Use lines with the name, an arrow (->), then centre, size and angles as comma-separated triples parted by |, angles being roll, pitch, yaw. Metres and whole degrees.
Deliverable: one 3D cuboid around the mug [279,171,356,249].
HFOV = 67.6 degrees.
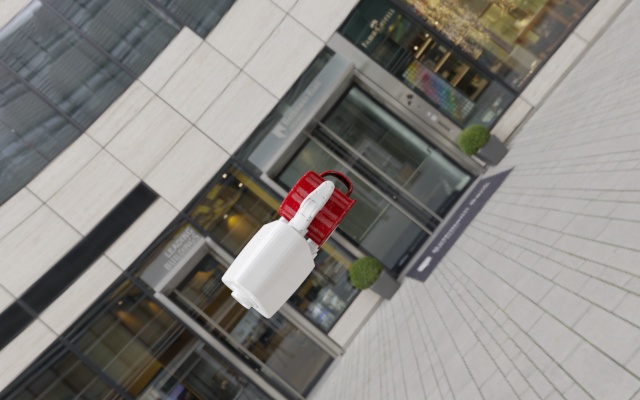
mug -> 0.001, 0.001, 0.705 | 0.081, 0.117, 0.093 | 38, -22, 4
